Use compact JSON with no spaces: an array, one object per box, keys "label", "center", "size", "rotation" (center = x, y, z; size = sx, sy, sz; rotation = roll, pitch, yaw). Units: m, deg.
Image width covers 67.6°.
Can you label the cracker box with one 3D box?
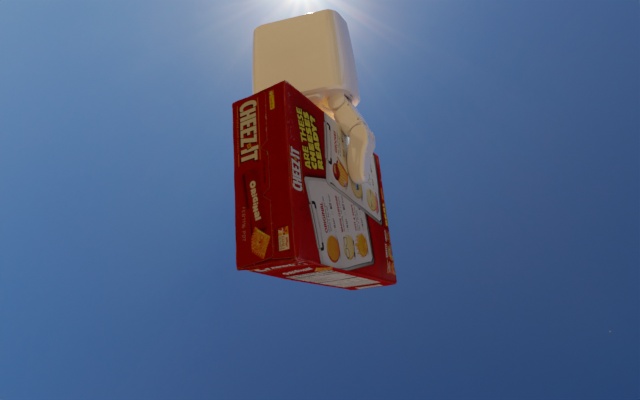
[{"label":"cracker box","center":[0.000,0.002,0.497],"size":[0.072,0.164,0.214],"rotation":[-15,-21,27]}]
